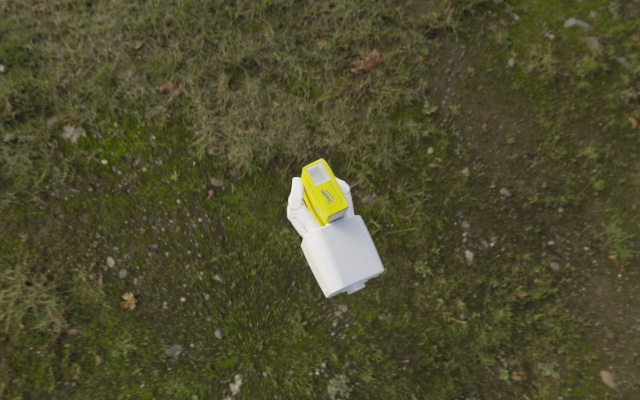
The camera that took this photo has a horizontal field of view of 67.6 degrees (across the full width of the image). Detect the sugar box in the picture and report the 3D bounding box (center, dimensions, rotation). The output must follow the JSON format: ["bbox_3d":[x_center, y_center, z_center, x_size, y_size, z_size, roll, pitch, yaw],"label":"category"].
[{"bbox_3d":[0.000,0.003,0.840,0.048,0.093,0.176,-24,-13,-15],"label":"sugar box"}]
